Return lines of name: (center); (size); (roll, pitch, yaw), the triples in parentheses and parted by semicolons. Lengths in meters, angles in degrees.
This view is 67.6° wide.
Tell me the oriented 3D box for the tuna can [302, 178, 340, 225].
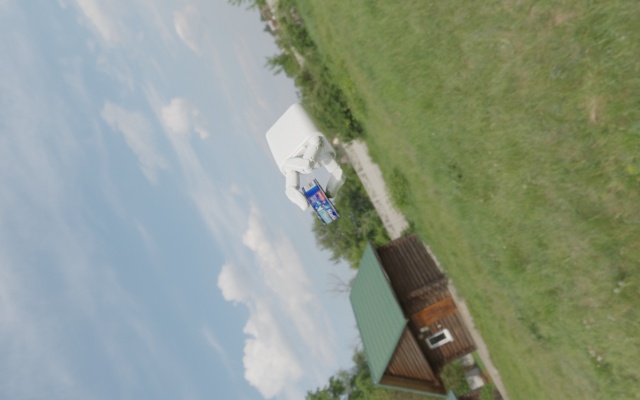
tuna can: (0.000, 0.003, 0.898); (0.034, 0.086, 0.086); (-33, -2, 2)
